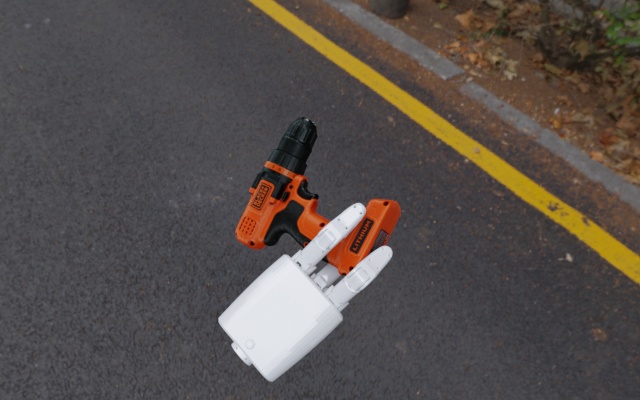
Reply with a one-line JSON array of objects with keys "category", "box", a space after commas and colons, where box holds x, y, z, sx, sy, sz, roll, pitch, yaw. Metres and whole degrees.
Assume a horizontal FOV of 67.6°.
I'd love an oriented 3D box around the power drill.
[{"category": "power drill", "box": [0.000, 0.002, 0.594, 0.187, 0.184, 0.057, 25, -1, 28]}]
